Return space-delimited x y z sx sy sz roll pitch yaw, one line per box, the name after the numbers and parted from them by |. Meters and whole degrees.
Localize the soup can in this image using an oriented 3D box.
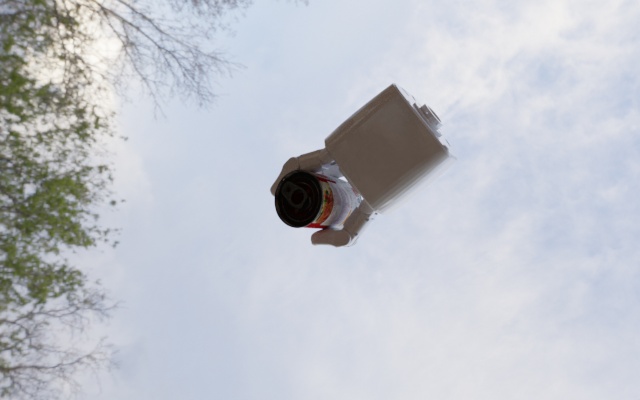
0.000 0.002 0.592 0.068 0.068 0.102 0 -5 32 | soup can
